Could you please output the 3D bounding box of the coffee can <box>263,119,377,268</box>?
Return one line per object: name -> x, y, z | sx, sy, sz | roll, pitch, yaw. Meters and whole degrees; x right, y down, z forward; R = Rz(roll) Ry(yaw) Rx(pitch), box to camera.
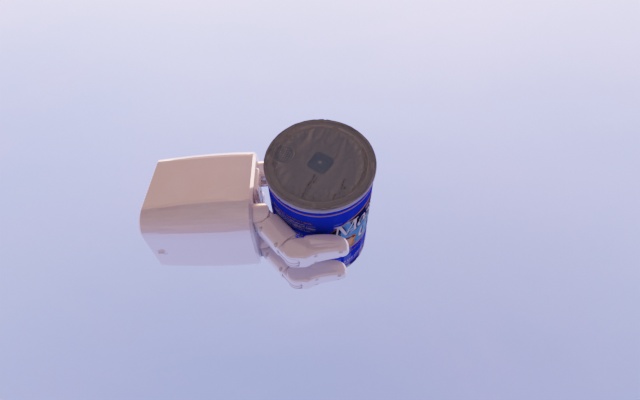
coffee can -> 0.000, 0.001, 0.489 | 0.103, 0.102, 0.140 | 0, -32, 1
